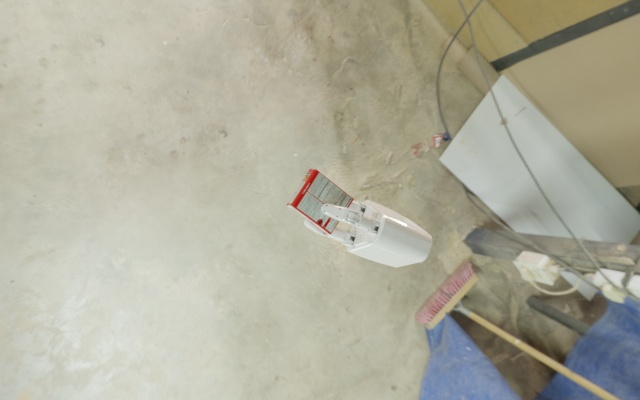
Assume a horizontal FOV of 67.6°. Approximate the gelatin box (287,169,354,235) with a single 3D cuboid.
[{"bbox_3d":[0.000,0.002,0.785,0.089,0.073,0.030,37,-12,-23],"label":"gelatin box"}]
